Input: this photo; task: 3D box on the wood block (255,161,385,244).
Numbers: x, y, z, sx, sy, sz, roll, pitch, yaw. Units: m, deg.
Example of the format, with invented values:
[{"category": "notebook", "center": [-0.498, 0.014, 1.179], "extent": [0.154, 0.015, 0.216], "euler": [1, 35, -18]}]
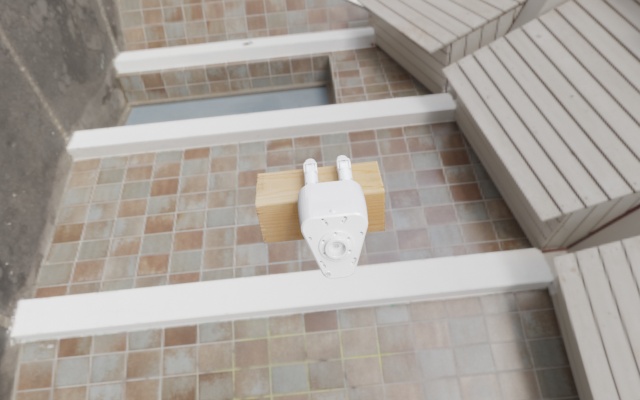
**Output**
[{"category": "wood block", "center": [0.000, 0.003, 0.812], "extent": [0.206, 0.091, 0.090], "euler": [-6, 39, 0]}]
